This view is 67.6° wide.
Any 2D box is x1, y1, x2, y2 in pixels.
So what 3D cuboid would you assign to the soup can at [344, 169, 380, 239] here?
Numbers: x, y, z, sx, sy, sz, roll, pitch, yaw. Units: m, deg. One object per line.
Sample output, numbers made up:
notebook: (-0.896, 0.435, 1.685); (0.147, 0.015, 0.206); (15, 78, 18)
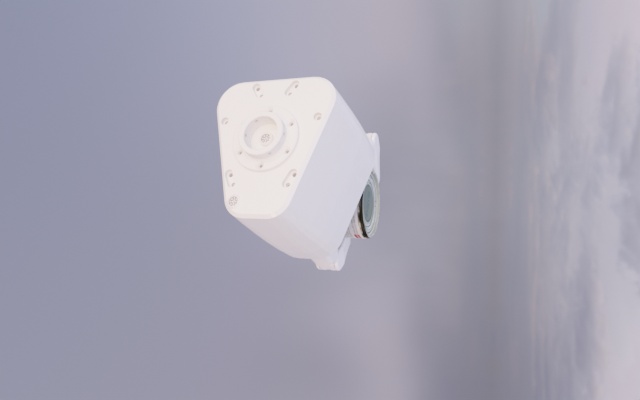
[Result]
soup can: (0.000, 0.002, 0.459); (0.102, 0.068, 0.068); (1, 0, 20)
